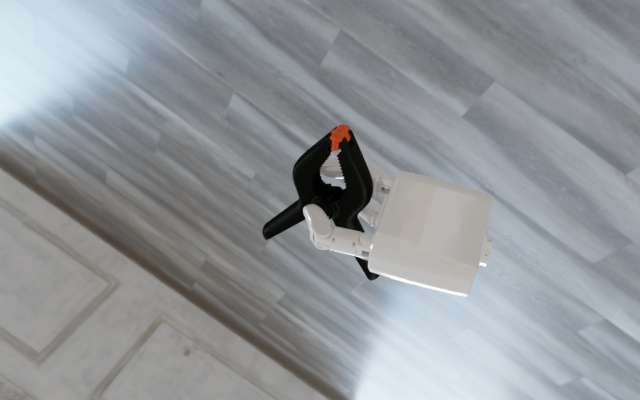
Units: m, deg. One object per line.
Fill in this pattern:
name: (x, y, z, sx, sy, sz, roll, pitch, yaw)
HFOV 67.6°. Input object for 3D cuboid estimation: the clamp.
clamp: (0.000, 0.002, 0.564, 0.164, 0.210, 0.036, 14, 43, 16)
